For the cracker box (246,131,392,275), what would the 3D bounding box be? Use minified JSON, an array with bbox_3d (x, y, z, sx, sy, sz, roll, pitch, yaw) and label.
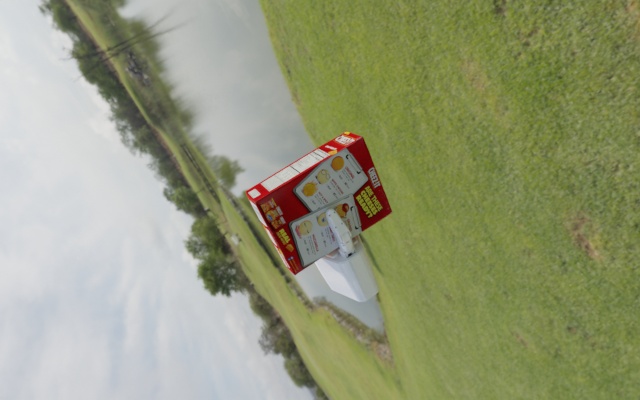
[{"bbox_3d":[0.000,0.003,0.834,0.213,0.164,0.072,-32,30,-12],"label":"cracker box"}]
